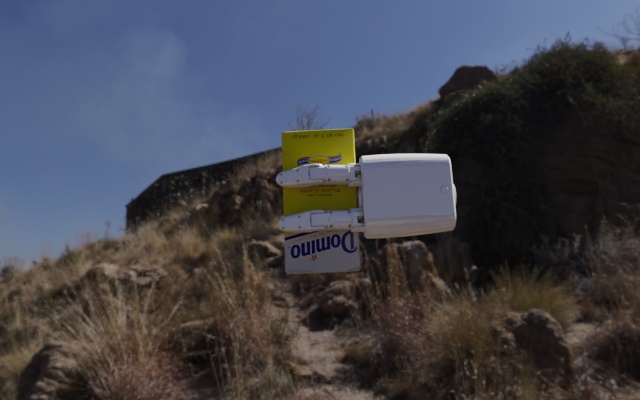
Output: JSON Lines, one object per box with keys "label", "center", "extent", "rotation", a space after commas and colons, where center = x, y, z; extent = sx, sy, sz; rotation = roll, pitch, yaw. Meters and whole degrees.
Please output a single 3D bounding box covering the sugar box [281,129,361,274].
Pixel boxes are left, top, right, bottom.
{"label": "sugar box", "center": [0.000, 0.002, 0.598], "extent": [0.093, 0.176, 0.048], "rotation": [-3, -10, 2]}
